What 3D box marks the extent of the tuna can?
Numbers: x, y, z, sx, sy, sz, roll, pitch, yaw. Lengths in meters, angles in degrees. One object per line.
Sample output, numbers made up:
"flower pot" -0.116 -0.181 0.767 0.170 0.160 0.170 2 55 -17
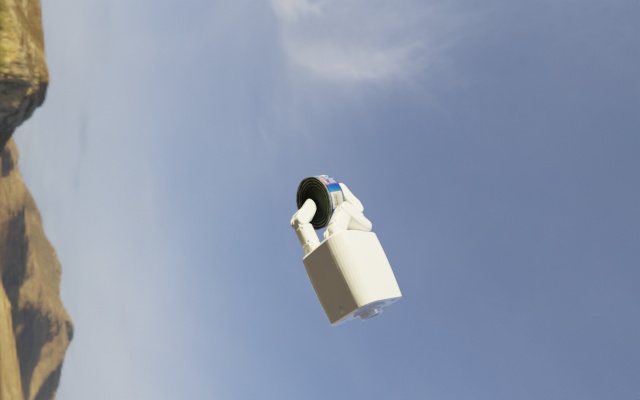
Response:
"tuna can" 0.001 0.002 0.764 0.034 0.086 0.086 -10 6 -40
